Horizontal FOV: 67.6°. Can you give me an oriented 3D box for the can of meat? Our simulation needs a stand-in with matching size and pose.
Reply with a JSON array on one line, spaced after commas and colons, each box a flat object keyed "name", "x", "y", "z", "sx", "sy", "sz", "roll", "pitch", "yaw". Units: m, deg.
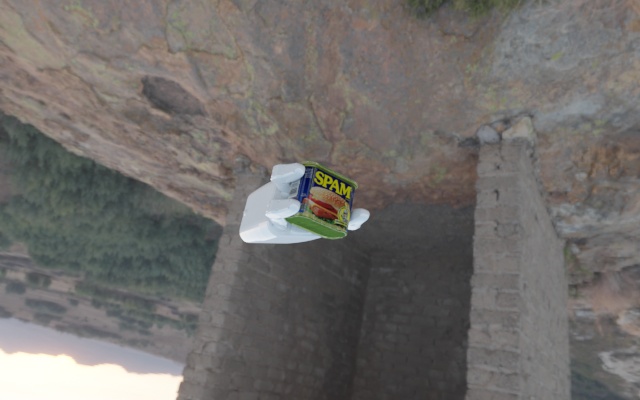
[{"name": "can of meat", "x": 0.000, "y": 0.003, "z": 0.705, "sx": 0.102, "sy": 0.084, "sz": 0.057, "roll": 25, "pitch": -24, "yaw": -32}]
